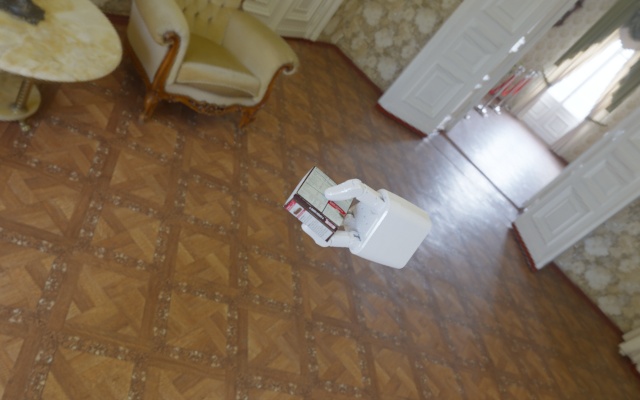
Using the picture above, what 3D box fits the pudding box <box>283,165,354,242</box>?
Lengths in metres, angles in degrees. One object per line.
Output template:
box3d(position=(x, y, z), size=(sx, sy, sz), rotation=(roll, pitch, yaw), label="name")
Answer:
box3d(position=(0.000, 0.002, 0.769), size=(0.090, 0.039, 0.113), rotation=(39, 29, -5), label="pudding box")
